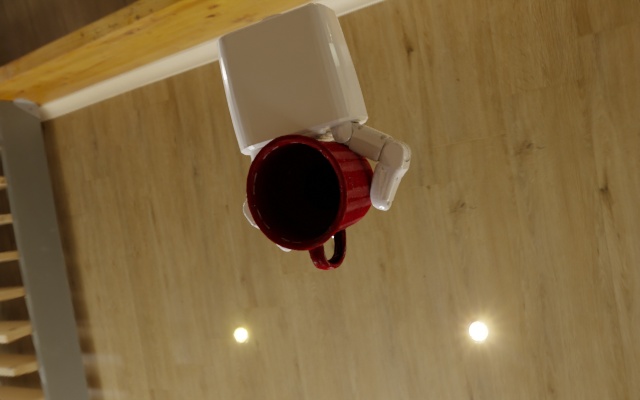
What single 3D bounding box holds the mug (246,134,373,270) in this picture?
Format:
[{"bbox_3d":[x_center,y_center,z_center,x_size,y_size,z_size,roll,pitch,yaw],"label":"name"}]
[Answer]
[{"bbox_3d":[0.001,0.003,0.413,0.093,0.117,0.081,-15,0,28],"label":"mug"}]
